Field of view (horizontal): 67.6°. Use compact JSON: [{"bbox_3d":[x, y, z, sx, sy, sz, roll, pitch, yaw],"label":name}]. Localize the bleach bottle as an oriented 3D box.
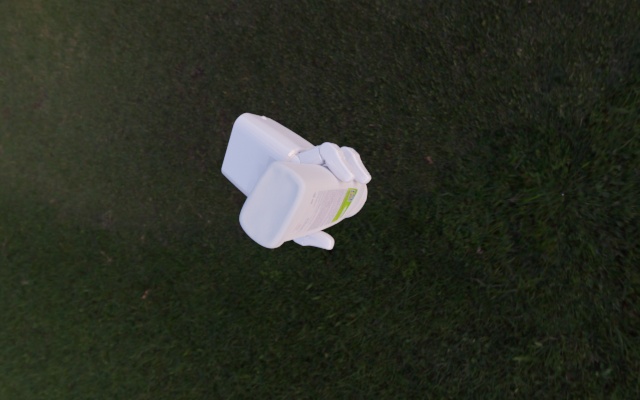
[{"bbox_3d":[0.000,0.002,0.658,0.068,0.102,0.251,37,16,22],"label":"bleach bottle"}]
